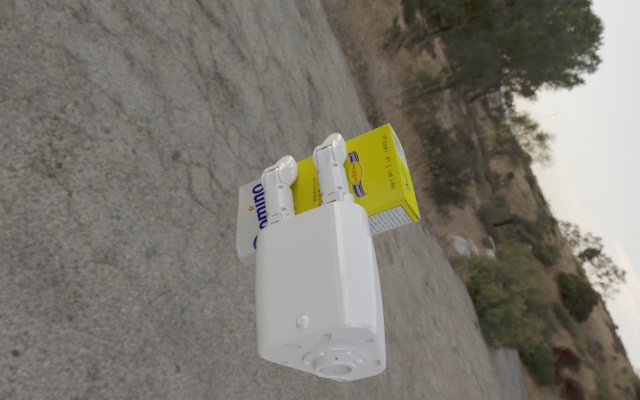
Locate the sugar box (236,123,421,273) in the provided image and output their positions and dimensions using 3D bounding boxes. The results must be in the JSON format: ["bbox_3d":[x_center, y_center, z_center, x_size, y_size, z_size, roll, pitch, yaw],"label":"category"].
[{"bbox_3d":[0.000,0.001,0.463,0.176,0.093,0.048,-20,-40,19],"label":"sugar box"}]
